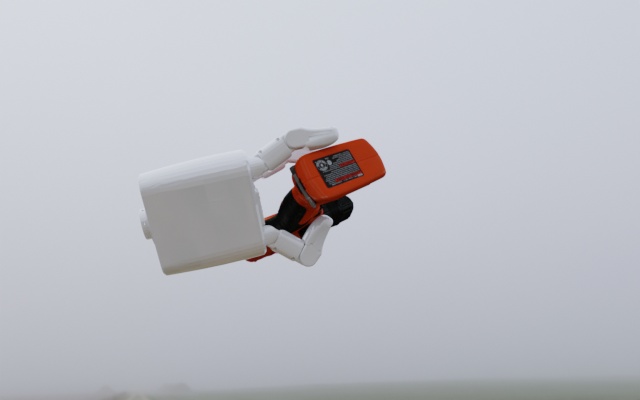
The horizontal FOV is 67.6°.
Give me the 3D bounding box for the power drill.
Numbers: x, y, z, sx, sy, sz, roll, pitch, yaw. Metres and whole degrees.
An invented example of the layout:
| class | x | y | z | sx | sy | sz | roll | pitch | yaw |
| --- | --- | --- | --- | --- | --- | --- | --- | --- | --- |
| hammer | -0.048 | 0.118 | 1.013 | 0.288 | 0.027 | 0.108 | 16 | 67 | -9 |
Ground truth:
| class | x | y | z | sx | sy | sz | roll | pitch | yaw |
| --- | --- | --- | --- | --- | --- | --- | --- | --- | --- |
| power drill | 0.000 | 0.002 | 0.582 | 0.184 | 0.057 | 0.188 | -23 | -16 | -35 |
